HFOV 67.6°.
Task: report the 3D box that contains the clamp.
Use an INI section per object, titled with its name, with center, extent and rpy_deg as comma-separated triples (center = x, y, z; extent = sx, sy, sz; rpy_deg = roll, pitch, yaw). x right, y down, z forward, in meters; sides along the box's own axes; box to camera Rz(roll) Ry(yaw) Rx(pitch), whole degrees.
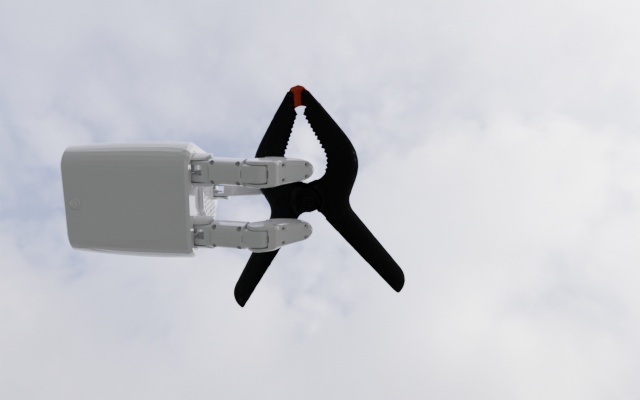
[clamp]
center = 0.000, 0.001, 0.443
extent = 0.164, 0.210, 0.036
rpy_deg = 1, 13, -1
